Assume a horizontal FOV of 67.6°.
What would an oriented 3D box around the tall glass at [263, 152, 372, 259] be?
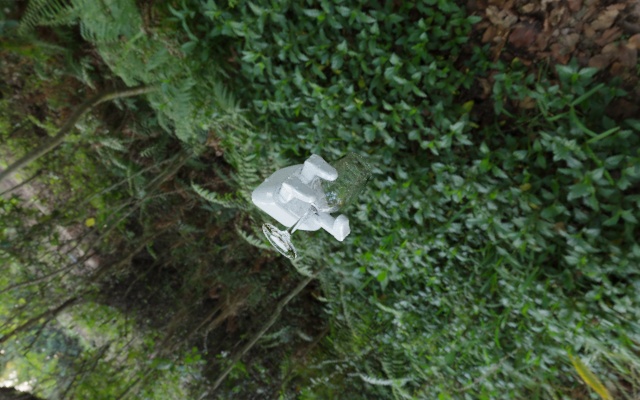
[{"bbox_3d":[0.000,0.003,0.795,0.201,0.079,0.079,-44,21,-24],"label":"tall glass"}]
